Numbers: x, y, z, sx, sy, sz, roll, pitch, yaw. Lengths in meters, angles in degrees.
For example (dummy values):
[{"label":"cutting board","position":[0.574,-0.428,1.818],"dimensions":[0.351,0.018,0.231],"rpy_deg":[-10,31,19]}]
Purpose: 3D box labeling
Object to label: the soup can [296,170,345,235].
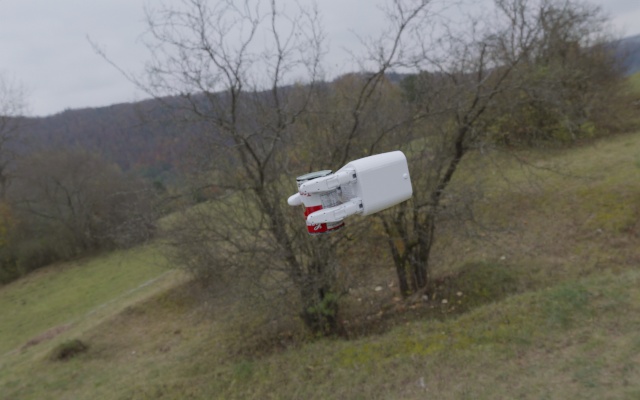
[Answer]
[{"label":"soup can","position":[0.000,0.003,0.855],"dimensions":[0.068,0.102,0.068],"rpy_deg":[-13,10,2]}]
